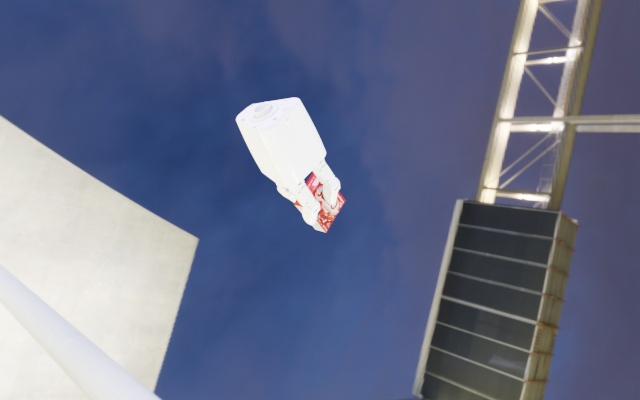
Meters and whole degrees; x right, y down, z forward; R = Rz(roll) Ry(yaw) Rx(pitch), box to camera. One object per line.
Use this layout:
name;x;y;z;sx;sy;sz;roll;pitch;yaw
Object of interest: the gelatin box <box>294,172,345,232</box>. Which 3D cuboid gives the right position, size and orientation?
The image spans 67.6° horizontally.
gelatin box;0.000;0.003;0.846;0.030;0.073;0.089;16;-25;38
